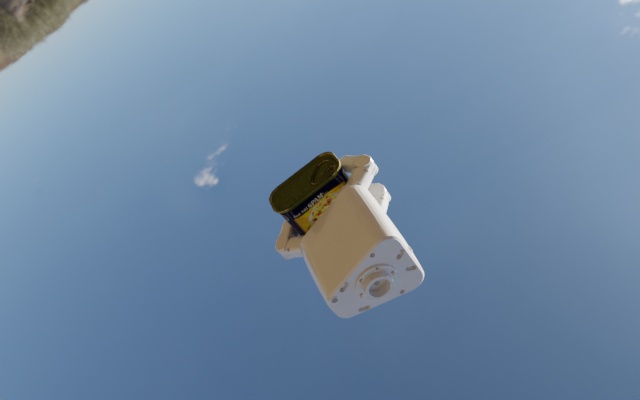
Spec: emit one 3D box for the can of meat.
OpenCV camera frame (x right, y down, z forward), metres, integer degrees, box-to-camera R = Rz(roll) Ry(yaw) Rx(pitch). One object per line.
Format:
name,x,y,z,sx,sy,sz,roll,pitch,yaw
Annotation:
can of meat,0.000,0.002,0.617,0.102,0.084,0.057,-37,35,3
